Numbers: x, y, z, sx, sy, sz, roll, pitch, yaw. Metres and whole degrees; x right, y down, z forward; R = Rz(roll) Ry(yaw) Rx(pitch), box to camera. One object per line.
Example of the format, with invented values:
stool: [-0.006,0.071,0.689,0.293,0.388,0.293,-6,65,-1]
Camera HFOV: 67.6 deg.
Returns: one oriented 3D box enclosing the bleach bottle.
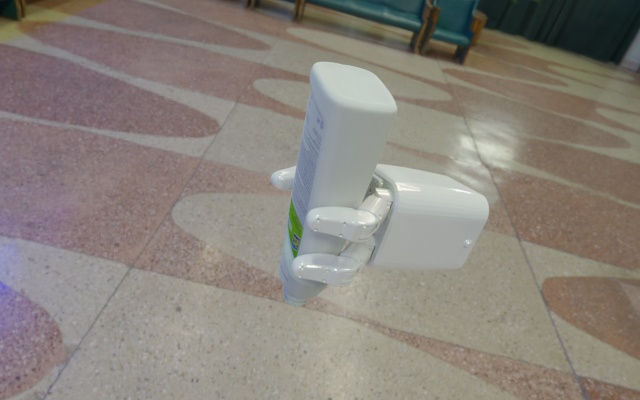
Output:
bleach bottle: [0.000,0.002,0.475,0.068,0.251,0.102,6,34,-16]
